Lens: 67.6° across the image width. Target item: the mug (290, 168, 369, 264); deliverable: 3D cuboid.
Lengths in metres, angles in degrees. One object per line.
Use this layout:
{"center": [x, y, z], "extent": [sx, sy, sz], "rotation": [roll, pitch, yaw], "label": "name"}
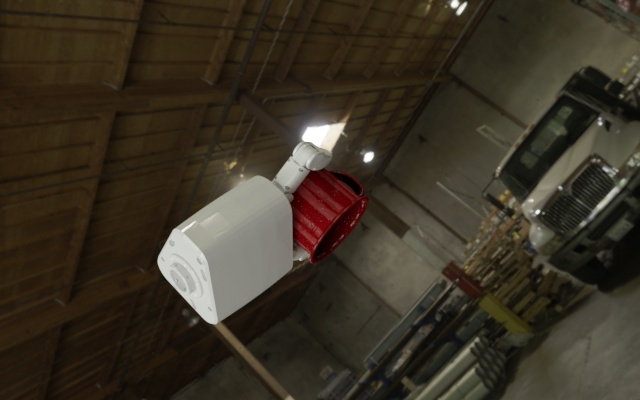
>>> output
{"center": [0.001, 0.001, 0.530], "extent": [0.117, 0.081, 0.093], "rotation": [-37, -21, -36], "label": "mug"}
